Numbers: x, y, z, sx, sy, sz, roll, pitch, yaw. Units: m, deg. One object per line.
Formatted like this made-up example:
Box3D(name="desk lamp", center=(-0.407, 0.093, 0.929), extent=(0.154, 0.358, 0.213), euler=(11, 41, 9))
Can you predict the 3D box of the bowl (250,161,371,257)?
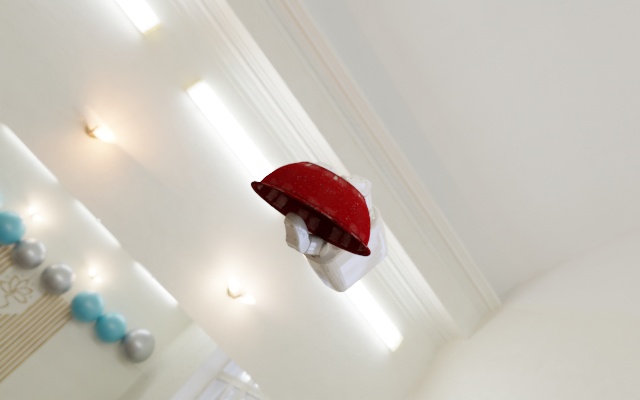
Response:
Box3D(name="bowl", center=(0.000, 0.001, 0.558), extent=(0.162, 0.055, 0.162), euler=(30, -11, 7))
